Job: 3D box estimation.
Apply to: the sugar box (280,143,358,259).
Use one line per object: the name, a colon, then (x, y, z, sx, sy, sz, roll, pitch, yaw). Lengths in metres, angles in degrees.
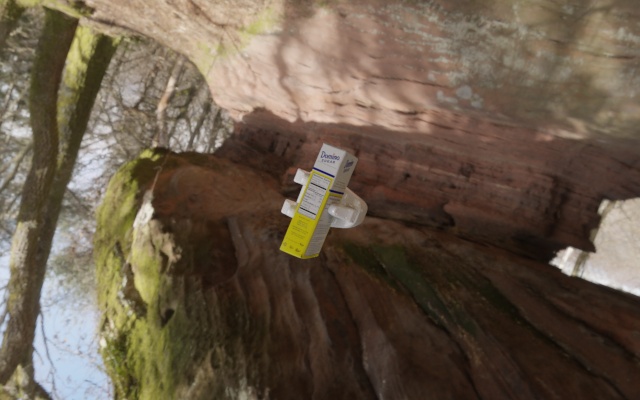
sugar box: (0.000, 0.002, 0.752, 0.048, 0.176, 0.093, 21, 3, 15)
